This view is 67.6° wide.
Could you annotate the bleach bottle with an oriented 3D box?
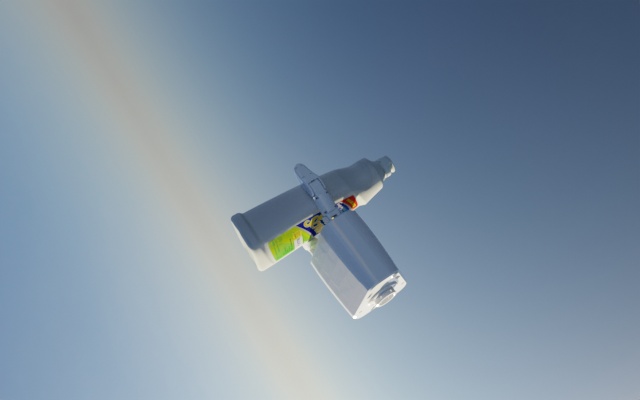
[{"bbox_3d":[0.000,0.002,0.695,0.251,0.068,0.103,-31,-28,-13],"label":"bleach bottle"}]
